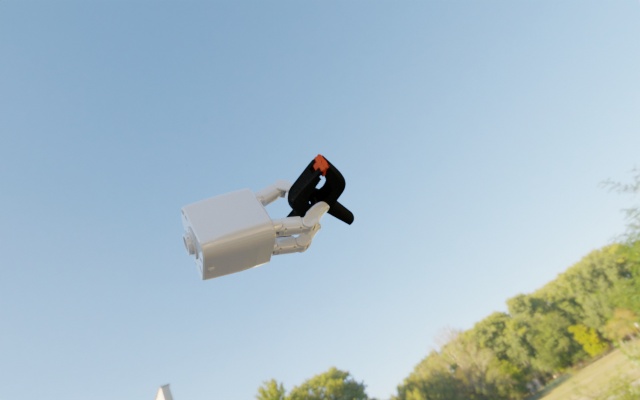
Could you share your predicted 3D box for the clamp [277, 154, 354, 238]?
[{"bbox_3d":[0.000,0.002,0.761,0.164,0.036,0.210,-16,-32,-24],"label":"clamp"}]
